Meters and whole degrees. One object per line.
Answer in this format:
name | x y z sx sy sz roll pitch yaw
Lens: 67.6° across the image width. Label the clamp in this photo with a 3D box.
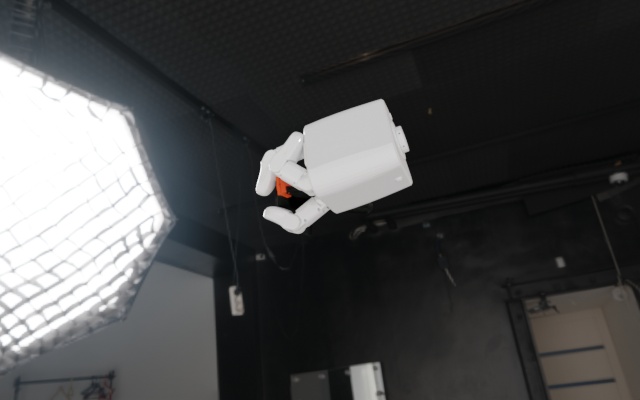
clamp | 0.000 0.002 0.669 0.120 0.039 0.171 -24 -25 12
